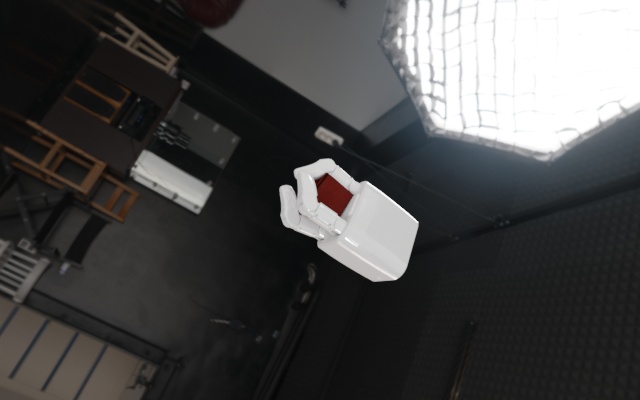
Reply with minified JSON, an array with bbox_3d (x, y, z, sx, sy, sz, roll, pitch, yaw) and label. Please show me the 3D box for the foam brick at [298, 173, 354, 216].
[{"bbox_3d":[0.000,0.002,0.695,0.051,0.053,0.078,40,-22,-11],"label":"foam brick"}]
